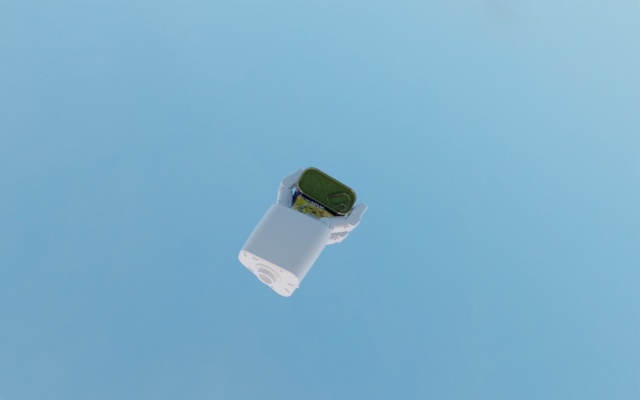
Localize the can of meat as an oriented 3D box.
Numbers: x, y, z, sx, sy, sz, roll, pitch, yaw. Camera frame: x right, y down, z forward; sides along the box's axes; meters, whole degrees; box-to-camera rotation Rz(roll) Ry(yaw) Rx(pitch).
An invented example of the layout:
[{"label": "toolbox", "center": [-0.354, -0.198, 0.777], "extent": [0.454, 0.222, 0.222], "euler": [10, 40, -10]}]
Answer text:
[{"label": "can of meat", "center": [0.000, 0.003, 0.831], "extent": [0.102, 0.057, 0.084], "euler": [30, -34, 0]}]
